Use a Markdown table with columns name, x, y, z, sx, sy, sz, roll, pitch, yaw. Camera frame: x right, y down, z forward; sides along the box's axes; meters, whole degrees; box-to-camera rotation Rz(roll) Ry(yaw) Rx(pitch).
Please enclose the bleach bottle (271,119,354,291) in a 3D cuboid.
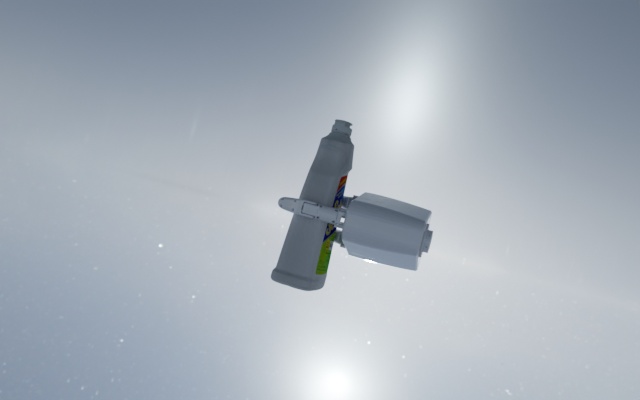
| name | x | y | z | sx | sy | sz | roll | pitch | yaw |
| --- | --- | --- | --- | --- | --- | --- | --- | --- | --- |
| bleach bottle | 0.000 | 0.002 | 0.705 | 0.068 | 0.251 | 0.102 | 14 | -3 | 17 |
